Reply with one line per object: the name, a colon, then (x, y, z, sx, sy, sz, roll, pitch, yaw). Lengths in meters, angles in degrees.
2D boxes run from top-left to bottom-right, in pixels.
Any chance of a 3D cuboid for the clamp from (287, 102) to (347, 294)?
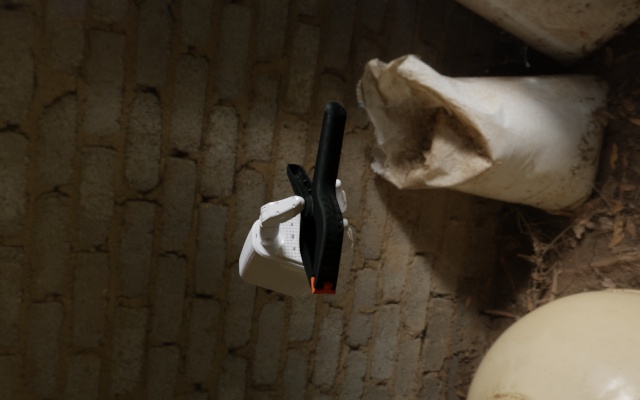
clamp: (-0.001, 0.002, 0.558, 0.036, 0.209, 0.165, 5, -32, -20)
